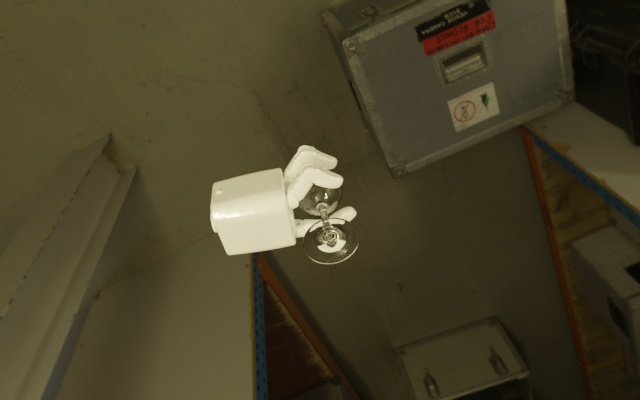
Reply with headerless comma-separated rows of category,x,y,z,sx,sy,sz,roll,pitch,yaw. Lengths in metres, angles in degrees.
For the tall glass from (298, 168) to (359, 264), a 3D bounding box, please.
tall glass,0.000,0.003,0.703,0.079,0.079,0.201,0,31,-9
